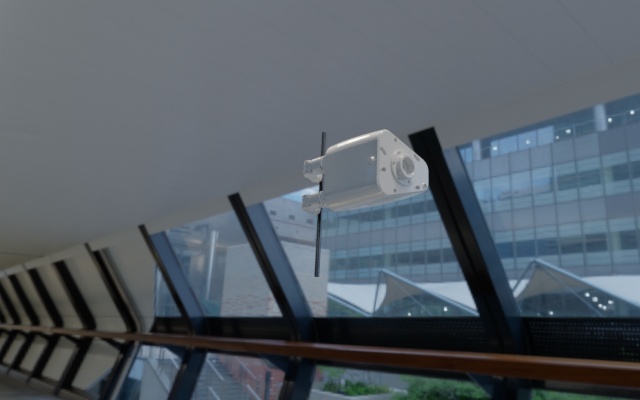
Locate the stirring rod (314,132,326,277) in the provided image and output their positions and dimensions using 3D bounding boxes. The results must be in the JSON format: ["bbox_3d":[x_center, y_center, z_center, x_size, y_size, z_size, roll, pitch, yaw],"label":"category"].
[{"bbox_3d":[0.000,0.003,0.772,0.011,0.239,0.011,3,-15,1],"label":"stirring rod"}]
